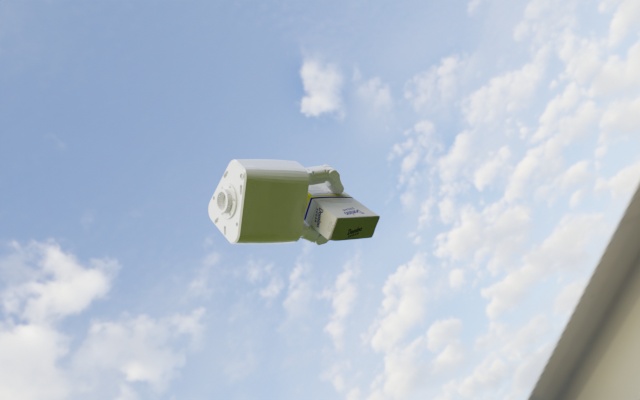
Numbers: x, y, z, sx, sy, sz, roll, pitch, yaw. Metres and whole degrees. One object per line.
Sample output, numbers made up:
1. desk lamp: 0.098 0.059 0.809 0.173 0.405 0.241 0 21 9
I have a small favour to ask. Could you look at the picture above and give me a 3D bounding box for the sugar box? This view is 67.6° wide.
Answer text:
1. sugar box: 0.000 0.003 0.757 0.093 0.048 0.176 0 29 -41
